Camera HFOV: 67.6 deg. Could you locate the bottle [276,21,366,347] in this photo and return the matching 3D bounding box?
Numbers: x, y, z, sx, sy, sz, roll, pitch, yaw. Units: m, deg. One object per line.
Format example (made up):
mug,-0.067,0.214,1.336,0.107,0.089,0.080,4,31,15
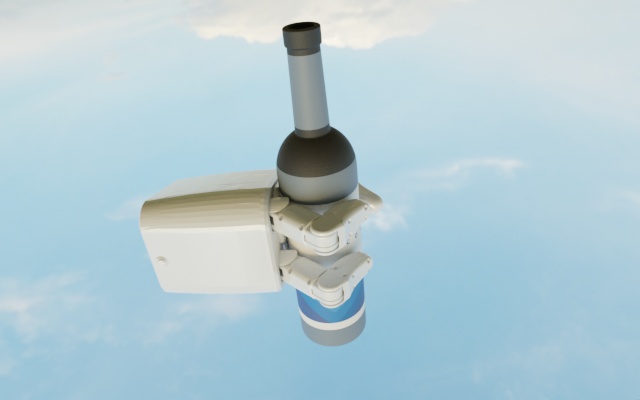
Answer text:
bottle,0.000,0.002,0.413,0.069,0.296,0.069,-4,33,3
